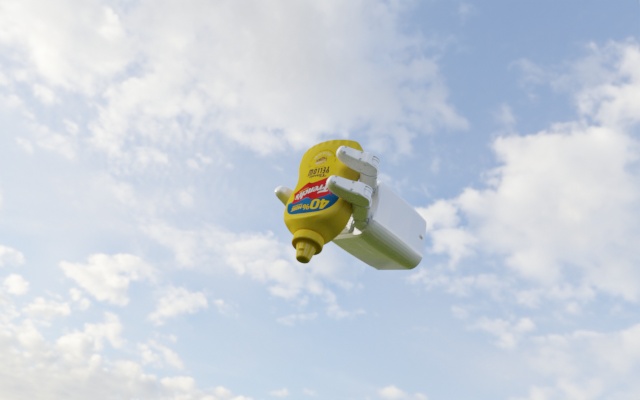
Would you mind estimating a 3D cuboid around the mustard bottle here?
[{"bbox_3d":[0.000,0.002,0.648,0.096,0.191,0.058,-7,-44,28],"label":"mustard bottle"}]
